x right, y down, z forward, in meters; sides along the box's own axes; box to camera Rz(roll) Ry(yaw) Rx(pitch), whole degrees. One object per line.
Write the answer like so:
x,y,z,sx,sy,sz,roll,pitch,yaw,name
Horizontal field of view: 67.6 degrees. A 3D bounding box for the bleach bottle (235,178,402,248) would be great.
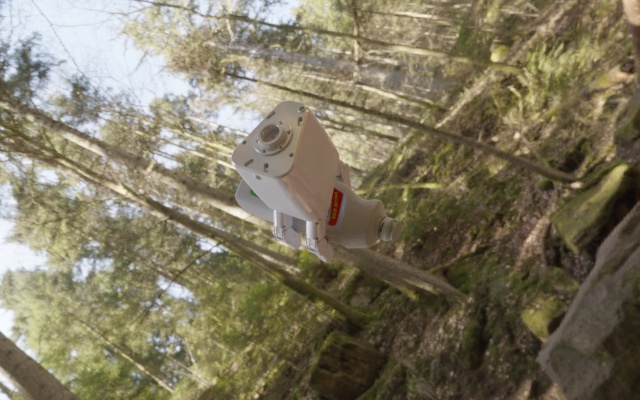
0.000,0.002,0.686,0.251,0.102,0.068,17,-21,31,bleach bottle
